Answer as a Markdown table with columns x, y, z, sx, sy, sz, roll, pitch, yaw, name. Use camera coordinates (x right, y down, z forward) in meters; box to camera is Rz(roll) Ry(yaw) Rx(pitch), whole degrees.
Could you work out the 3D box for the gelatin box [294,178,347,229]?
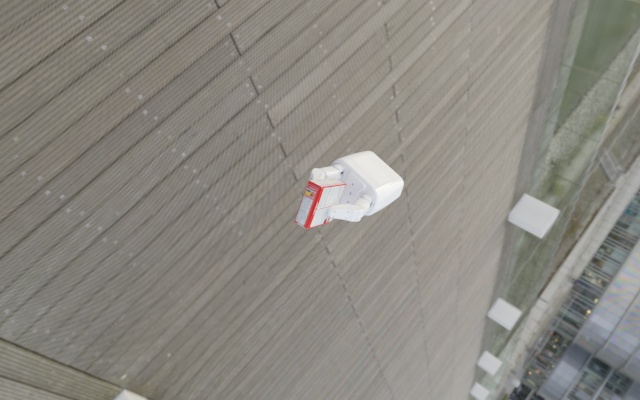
| x | y | z | sx | sy | sz | roll | pitch | yaw | name |
| --- | --- | --- | --- | --- | --- | --- | --- | --- | --- |
| 0.000 | 0.003 | 0.779 | 0.030 | 0.073 | 0.089 | 28 | 18 | 23 | gelatin box |
